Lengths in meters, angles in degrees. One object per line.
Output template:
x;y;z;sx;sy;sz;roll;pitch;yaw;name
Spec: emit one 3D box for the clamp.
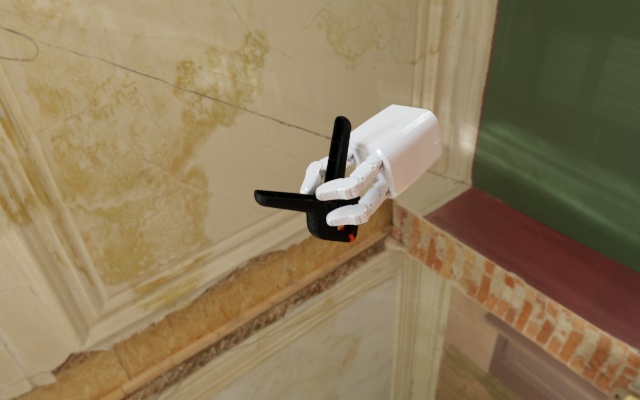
0.000;0.002;0.687;0.164;0.210;0.036;-37;47;-15;clamp
